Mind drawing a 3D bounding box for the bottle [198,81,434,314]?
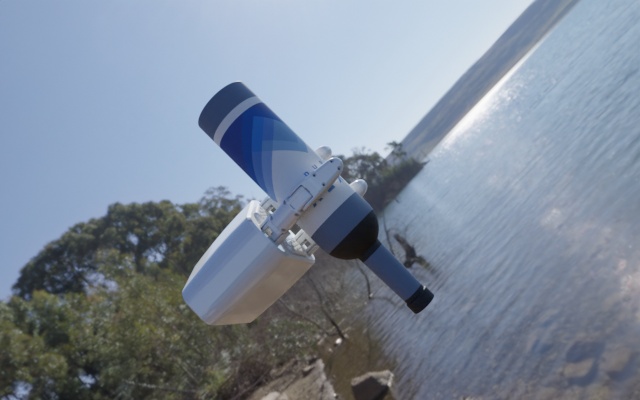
[{"bbox_3d":[0.000,0.001,0.491,0.295,0.069,0.069,44,5,5],"label":"bottle"}]
